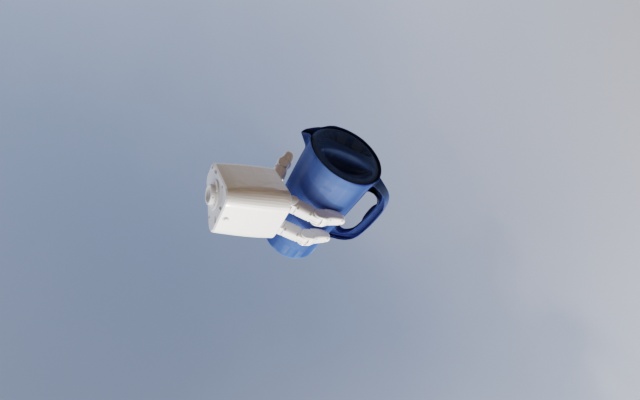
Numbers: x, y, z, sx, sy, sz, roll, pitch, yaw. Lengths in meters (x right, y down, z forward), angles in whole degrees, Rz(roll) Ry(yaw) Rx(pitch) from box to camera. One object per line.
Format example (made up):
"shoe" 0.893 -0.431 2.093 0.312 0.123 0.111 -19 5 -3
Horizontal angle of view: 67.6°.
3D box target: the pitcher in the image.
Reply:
"pitcher" 0.000 0.003 0.847 0.145 0.149 0.243 7 -43 -29
